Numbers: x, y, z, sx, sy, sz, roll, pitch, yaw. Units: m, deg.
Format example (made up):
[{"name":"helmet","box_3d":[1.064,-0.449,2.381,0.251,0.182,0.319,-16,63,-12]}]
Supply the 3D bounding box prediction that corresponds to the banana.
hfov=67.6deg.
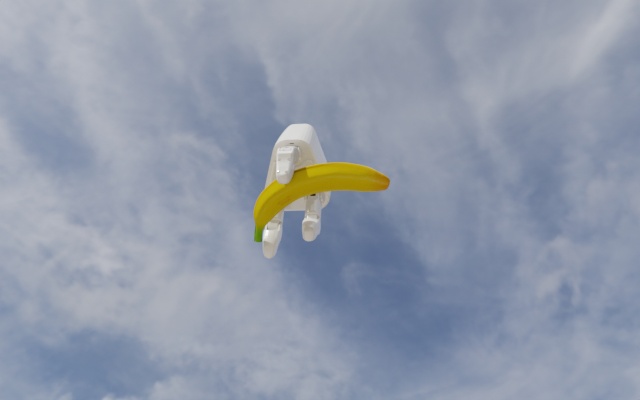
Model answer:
[{"name":"banana","box_3d":[-0.011,-0.013,0.626,0.198,0.070,0.037,-23,18,12]}]
